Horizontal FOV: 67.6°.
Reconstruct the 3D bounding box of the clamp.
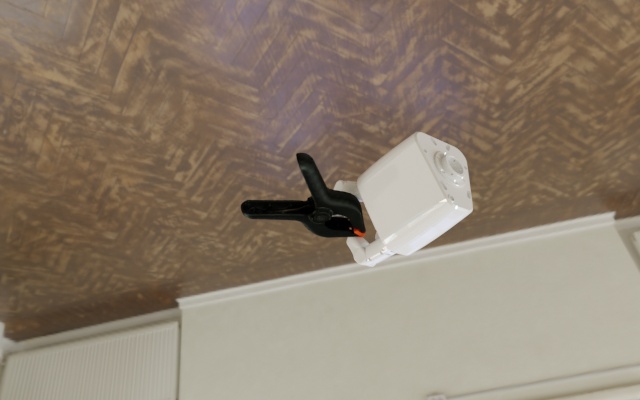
[{"bbox_3d":[0.000,0.003,0.602,0.171,0.039,0.120,16,-40,-32],"label":"clamp"}]
